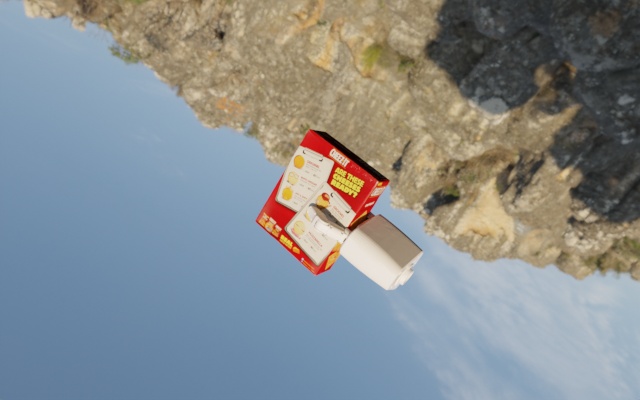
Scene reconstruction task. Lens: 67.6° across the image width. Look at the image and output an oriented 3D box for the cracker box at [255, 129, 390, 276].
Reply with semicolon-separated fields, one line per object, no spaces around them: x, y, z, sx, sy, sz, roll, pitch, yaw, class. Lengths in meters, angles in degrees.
0.000;0.003;0.880;0.164;0.214;0.072;40;20;19;cracker box
